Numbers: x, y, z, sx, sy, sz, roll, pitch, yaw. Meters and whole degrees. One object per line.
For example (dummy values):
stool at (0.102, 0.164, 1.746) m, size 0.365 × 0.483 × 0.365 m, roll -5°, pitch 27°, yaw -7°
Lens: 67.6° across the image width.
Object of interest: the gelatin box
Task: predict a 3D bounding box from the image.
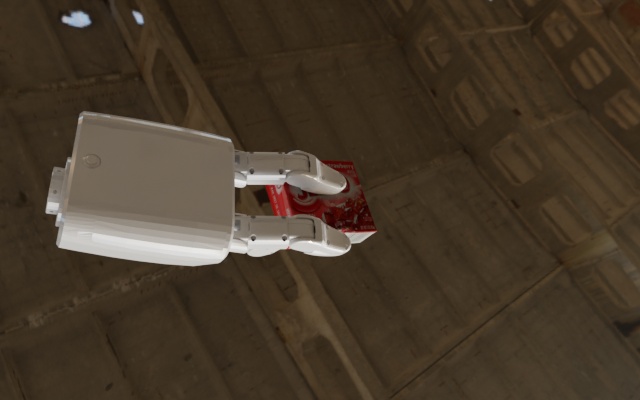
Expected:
gelatin box at (0.000, 0.002, 0.420) m, size 0.089 × 0.073 × 0.030 m, roll -1°, pitch -26°, yaw -38°
